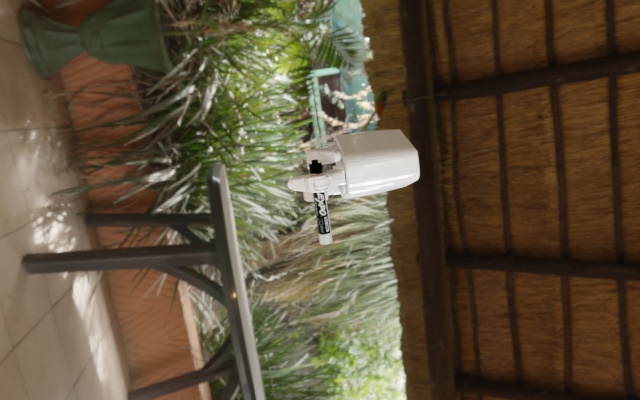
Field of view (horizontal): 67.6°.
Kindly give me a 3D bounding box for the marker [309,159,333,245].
[{"bbox_3d":[0.000,0.002,0.672,0.020,0.121,0.020,-8,13,2],"label":"marker"}]
